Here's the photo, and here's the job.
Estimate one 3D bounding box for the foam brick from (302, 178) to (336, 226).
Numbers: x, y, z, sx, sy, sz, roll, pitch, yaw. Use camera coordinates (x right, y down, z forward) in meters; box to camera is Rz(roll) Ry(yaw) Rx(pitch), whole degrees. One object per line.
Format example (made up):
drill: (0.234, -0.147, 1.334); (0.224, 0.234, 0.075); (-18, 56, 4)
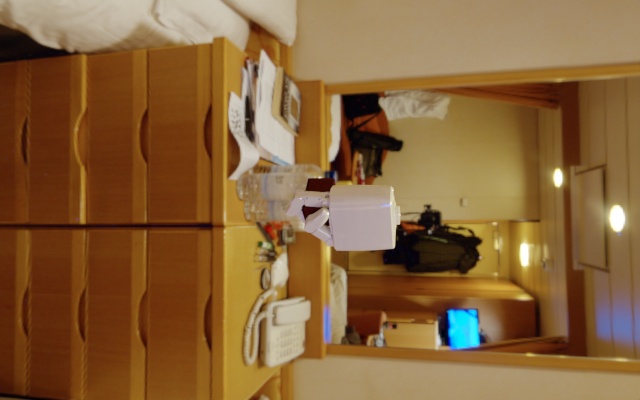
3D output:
foam brick: (0.000, 0.003, 0.875); (0.051, 0.078, 0.053); (-1, -45, 13)
